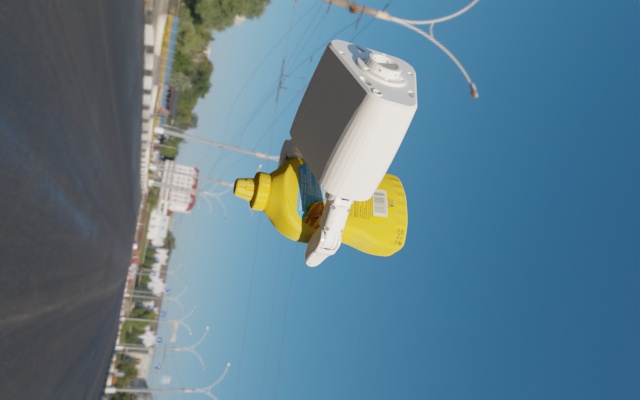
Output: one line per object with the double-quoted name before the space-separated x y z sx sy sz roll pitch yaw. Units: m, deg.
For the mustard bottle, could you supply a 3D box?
"mustard bottle" 0.000 0.002 0.528 0.191 0.096 0.058 11 -26 -20
